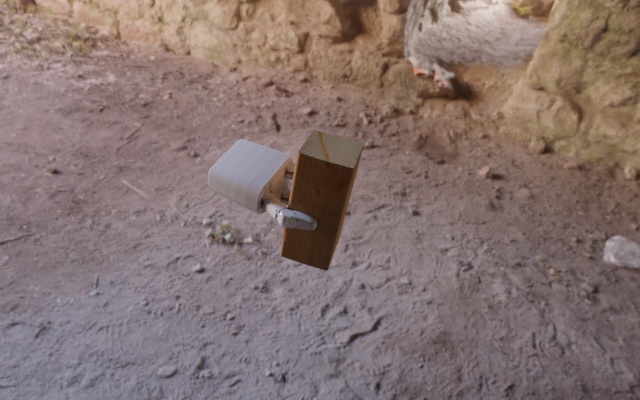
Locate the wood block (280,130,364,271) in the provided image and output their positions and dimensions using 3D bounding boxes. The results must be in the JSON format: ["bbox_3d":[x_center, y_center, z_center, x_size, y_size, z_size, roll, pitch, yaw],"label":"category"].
[{"bbox_3d":[0.000,0.003,0.794,0.090,0.206,0.090,17,34,7],"label":"wood block"}]
